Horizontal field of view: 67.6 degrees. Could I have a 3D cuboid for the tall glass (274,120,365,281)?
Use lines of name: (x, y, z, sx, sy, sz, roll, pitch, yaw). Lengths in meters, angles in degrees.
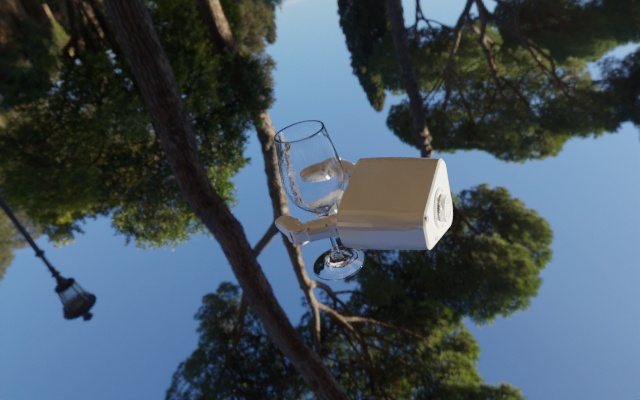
tall glass: (0.000, 0.003, 0.609, 0.079, 0.201, 0.079, -13, 29, 7)
